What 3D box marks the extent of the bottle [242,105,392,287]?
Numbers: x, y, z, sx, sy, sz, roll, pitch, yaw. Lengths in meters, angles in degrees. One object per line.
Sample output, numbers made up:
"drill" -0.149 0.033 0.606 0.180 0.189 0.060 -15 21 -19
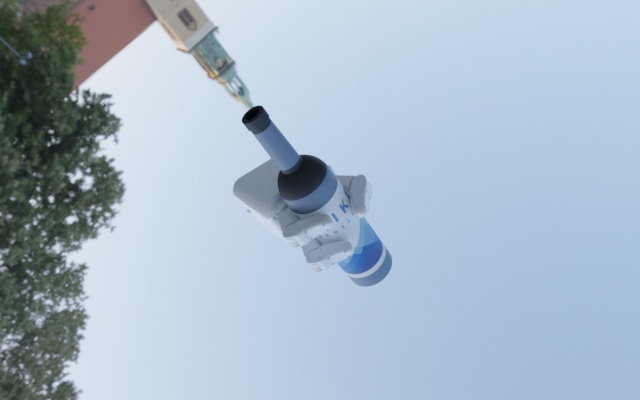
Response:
"bottle" 0.000 0.002 0.585 0.069 0.069 0.296 0 -38 38
